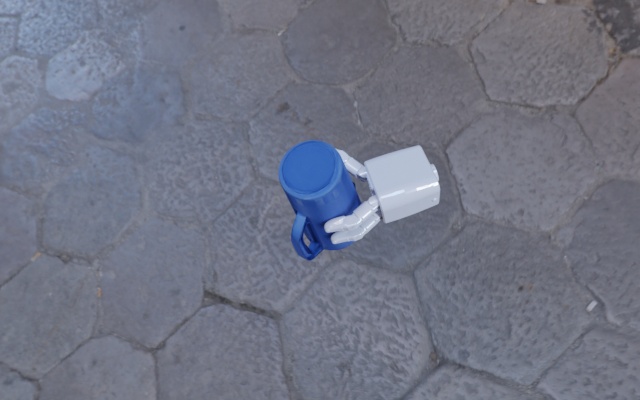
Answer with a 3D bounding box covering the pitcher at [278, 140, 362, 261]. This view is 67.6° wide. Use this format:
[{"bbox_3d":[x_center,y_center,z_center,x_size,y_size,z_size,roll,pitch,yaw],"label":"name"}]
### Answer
[{"bbox_3d":[0.000,0.003,0.867,0.145,0.149,0.243,-17,-25,5],"label":"pitcher"}]
